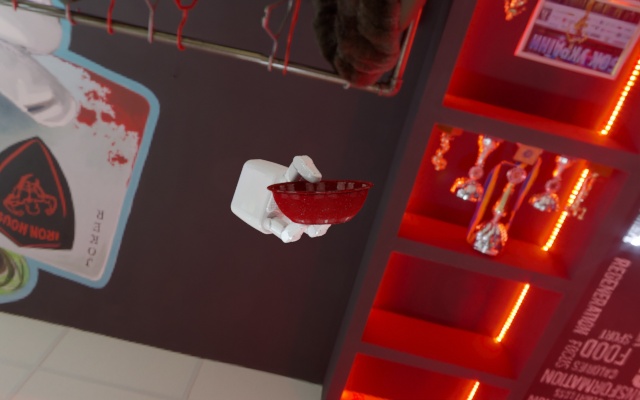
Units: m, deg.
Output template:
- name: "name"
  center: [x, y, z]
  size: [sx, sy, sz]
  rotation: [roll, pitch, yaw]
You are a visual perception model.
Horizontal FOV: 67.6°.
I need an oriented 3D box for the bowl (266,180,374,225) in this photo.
- name: "bowl"
  center: [0.001, 0.003, 0.724]
  size: [0.162, 0.055, 0.162]
  rotation: [-2, 7, 0]
